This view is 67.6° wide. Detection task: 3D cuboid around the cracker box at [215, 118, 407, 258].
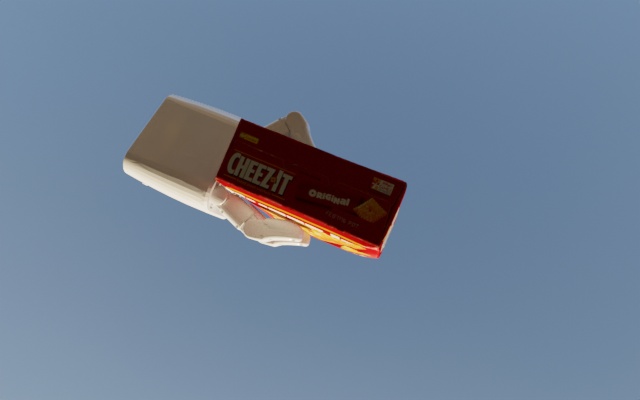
[{"bbox_3d":[0.000,0.002,0.520,0.164,0.072,0.214,22,-6,10],"label":"cracker box"}]
